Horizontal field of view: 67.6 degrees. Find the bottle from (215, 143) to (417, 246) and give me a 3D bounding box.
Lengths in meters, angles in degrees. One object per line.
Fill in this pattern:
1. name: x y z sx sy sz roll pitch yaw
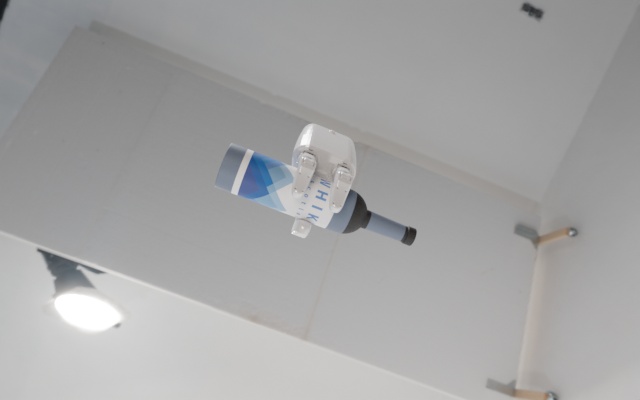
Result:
1. bottle: 0.000 0.002 0.688 0.296 0.069 0.069 21 -3 -7
